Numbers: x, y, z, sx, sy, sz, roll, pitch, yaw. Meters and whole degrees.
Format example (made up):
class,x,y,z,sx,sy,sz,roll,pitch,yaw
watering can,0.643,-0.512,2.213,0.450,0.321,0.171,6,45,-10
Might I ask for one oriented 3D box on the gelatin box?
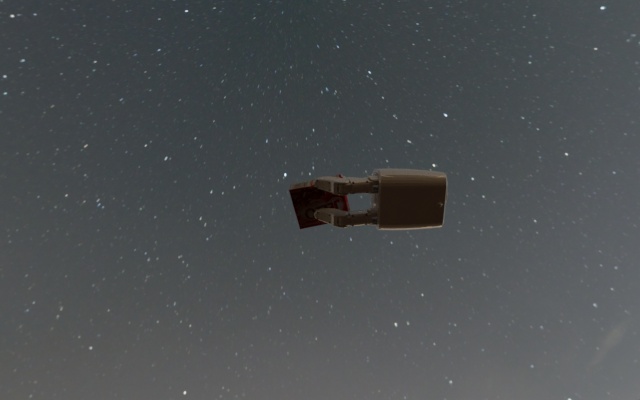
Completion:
class,x,y,z,sx,sy,sz,roll,pitch,yaw
gelatin box,0.000,0.002,0.789,0.089,0.073,0.030,-11,22,9
